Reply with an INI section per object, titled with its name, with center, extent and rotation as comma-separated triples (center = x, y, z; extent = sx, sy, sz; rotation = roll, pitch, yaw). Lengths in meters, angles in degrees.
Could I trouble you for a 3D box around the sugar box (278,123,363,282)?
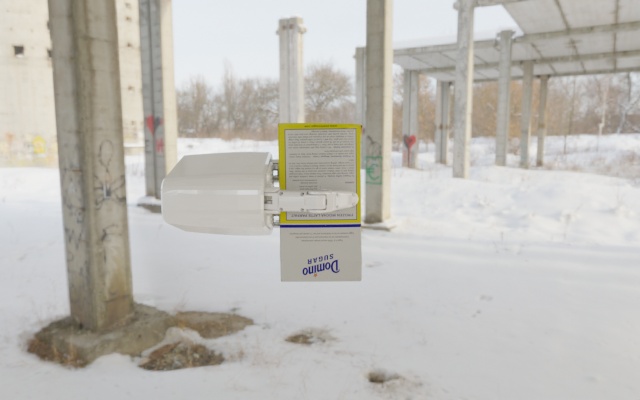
[sugar box]
center = 0.000, 0.002, 0.541
extent = 0.093, 0.176, 0.048
rotation = 0, 7, 1
